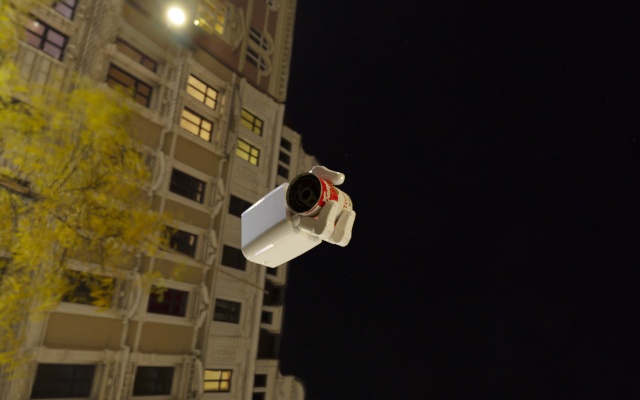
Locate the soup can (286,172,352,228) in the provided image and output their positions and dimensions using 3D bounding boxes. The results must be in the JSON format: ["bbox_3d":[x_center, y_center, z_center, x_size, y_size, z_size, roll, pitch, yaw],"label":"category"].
[{"bbox_3d":[0.001,0.002,0.785,0.068,0.068,0.102,0,-17,34],"label":"soup can"}]
